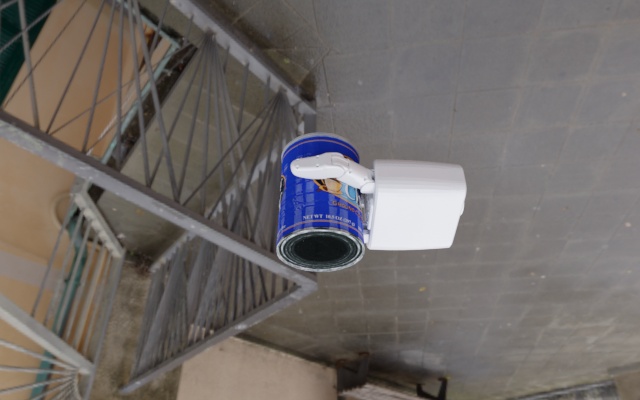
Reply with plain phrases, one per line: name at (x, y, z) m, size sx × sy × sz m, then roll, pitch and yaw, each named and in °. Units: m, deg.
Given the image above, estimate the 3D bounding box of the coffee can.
coffee can at (0.000, 0.002, 0.587) m, size 0.103 × 0.140 × 0.103 m, roll 0°, pitch -34°, yaw 0°
